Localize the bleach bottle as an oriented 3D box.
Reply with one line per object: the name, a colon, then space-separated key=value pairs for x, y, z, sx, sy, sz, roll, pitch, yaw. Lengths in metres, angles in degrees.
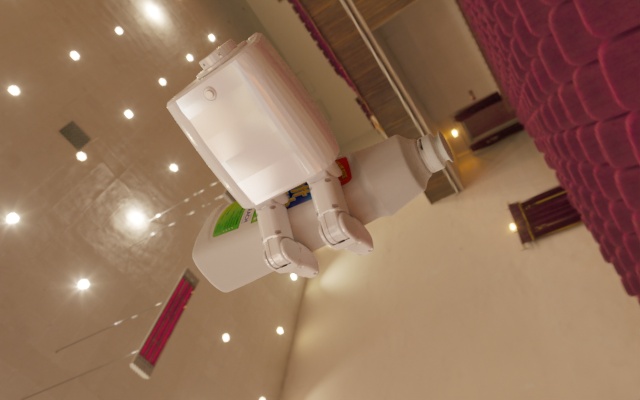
bleach bottle: x=0.000 y=0.002 z=0.443 sx=0.251 sy=0.068 sz=0.102 roll=-26 pitch=24 yaw=24
